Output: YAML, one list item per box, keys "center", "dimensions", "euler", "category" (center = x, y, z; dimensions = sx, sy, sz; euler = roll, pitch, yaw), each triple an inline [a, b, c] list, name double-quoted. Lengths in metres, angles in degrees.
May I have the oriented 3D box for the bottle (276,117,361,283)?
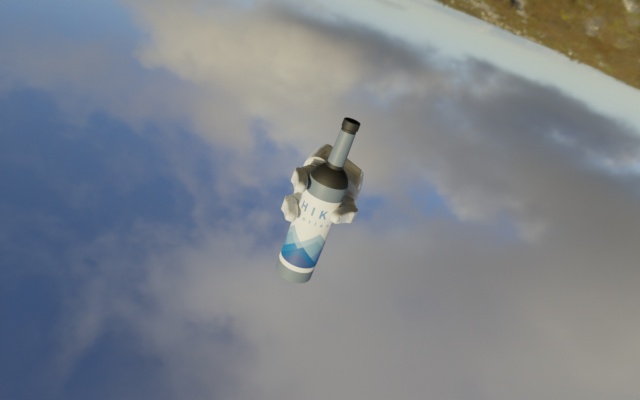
- center: [0.000, 0.003, 0.791]
  dimensions: [0.069, 0.296, 0.069]
  euler: [17, 25, -8]
  category: "bottle"
